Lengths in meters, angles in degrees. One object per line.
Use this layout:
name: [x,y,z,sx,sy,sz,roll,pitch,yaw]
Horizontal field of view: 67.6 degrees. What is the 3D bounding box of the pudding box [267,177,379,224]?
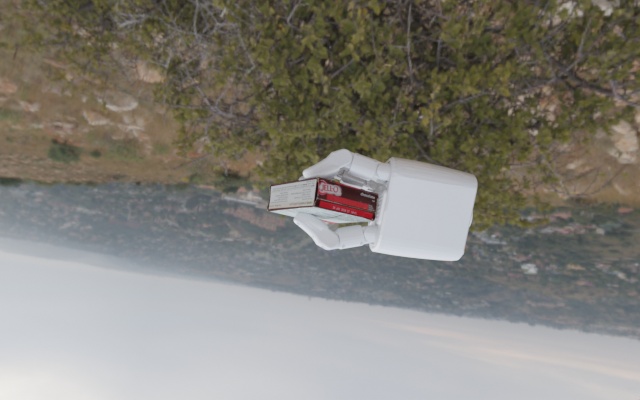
pudding box: [0.000,0.002,0.583,0.090,0.039,0.113,15,-14,-33]
